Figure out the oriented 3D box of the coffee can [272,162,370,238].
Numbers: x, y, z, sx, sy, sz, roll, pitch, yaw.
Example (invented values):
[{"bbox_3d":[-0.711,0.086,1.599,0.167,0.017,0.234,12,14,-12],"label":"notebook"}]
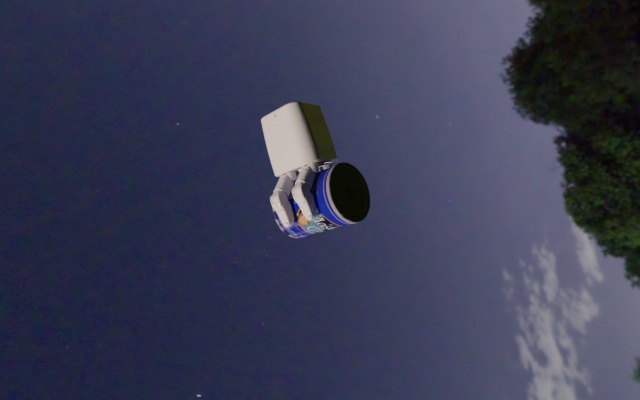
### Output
[{"bbox_3d":[0.000,0.003,0.827,0.140,0.103,0.103,-18,-12,42],"label":"coffee can"}]
